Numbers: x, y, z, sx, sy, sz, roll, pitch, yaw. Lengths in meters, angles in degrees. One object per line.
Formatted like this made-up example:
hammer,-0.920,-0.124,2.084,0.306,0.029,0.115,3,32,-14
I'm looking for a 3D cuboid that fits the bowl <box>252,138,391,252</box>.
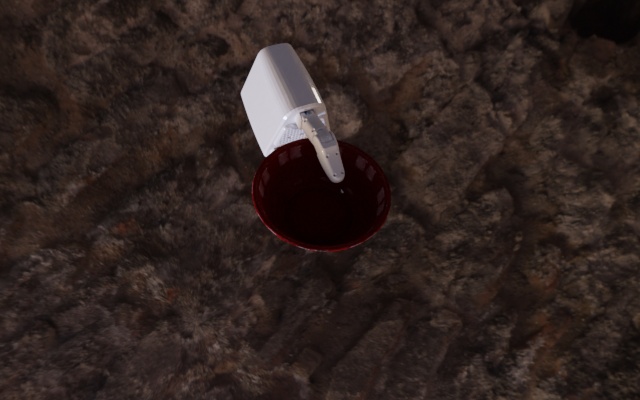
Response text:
bowl,0.000,0.003,0.571,0.162,0.162,0.055,0,-35,-6
